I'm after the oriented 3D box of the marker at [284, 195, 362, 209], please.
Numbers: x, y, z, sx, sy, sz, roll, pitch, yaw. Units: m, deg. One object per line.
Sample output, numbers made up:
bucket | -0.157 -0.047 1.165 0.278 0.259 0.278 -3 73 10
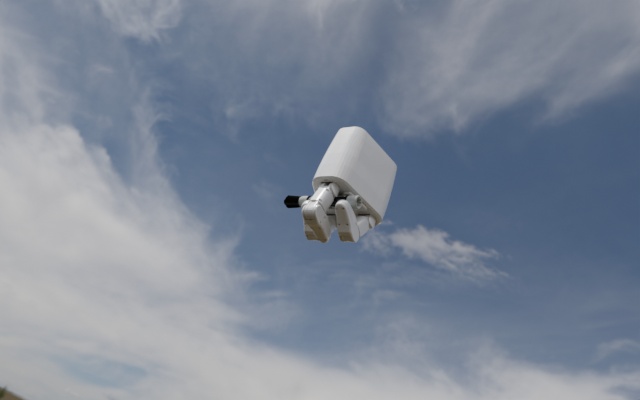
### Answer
marker | 0.000 0.002 0.666 0.121 0.020 0.020 0 0 32
